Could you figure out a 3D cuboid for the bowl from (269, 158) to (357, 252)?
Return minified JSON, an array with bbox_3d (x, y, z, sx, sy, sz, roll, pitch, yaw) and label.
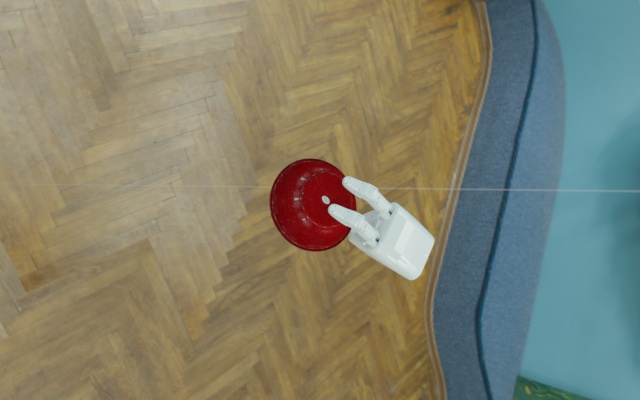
[{"bbox_3d":[-0.001,0.002,0.791,0.162,0.162,0.055,0,-9,-24],"label":"bowl"}]
